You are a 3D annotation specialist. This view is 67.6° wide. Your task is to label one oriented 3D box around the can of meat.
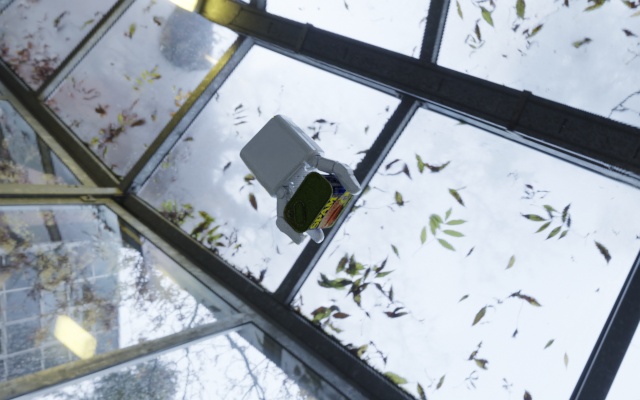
[{"bbox_3d":[0.000,0.003,0.792,0.057,0.102,0.084,45,23,23],"label":"can of meat"}]
